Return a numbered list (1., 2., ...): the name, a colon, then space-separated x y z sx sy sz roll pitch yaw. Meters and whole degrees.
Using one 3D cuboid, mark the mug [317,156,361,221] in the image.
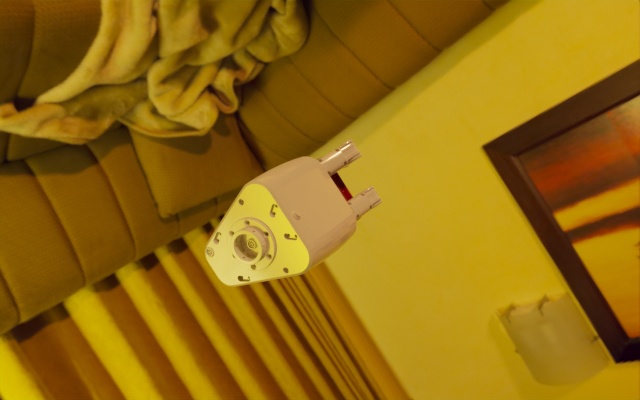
1. mug: 0.001 0.002 0.568 0.093 0.081 0.117 -33 -1 29
